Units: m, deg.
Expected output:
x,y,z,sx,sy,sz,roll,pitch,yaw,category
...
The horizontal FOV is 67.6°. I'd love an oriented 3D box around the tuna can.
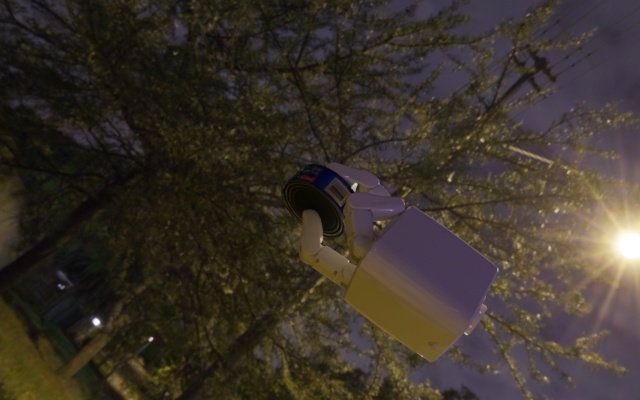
x,y,z,sx,sy,sz,roll,pitch,yaw,category
0.000,0.001,0.530,0.086,0.086,0.033,0,40,49,tuna can
